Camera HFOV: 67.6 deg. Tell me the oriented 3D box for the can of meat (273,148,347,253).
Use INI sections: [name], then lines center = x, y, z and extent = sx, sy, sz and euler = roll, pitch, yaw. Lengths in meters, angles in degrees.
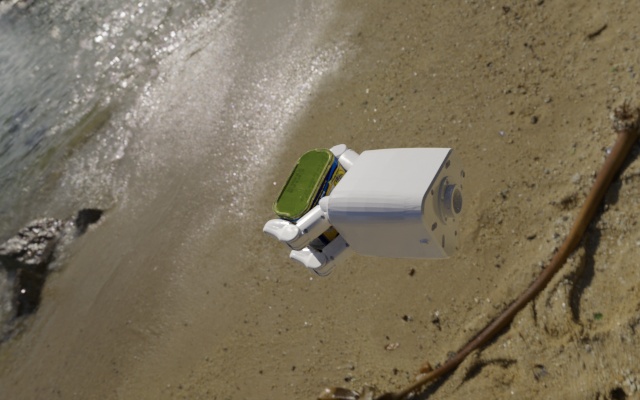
[can of meat]
center = 0.000, 0.002, 0.562
extent = 0.057, 0.102, 0.084
euler = 4, -32, 39
